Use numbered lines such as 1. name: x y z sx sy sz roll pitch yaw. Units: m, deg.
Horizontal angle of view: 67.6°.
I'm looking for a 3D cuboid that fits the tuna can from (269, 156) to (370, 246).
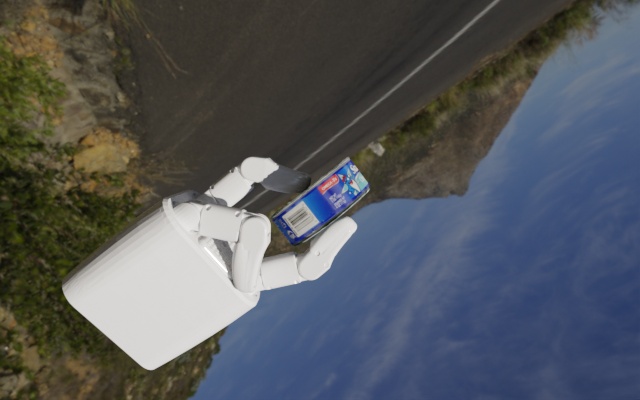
1. tuna can: 0.000 0.002 0.409 0.086 0.034 0.086 -38 2 2
